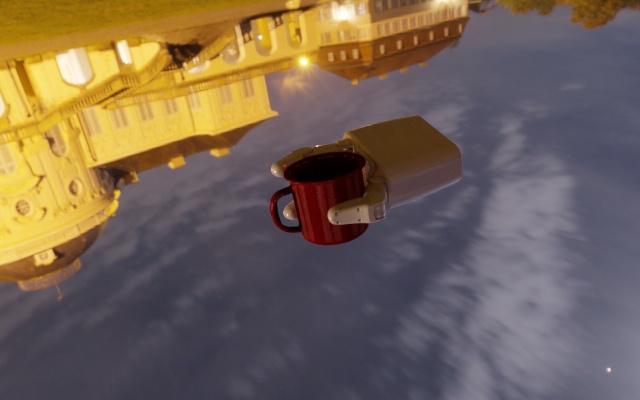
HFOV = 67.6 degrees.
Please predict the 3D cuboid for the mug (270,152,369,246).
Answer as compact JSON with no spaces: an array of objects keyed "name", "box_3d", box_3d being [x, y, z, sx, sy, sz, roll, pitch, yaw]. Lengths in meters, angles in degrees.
[{"name":"mug","box_3d":[-0.001,0.002,0.542,0.117,0.081,0.093,-18,25,-17]}]
